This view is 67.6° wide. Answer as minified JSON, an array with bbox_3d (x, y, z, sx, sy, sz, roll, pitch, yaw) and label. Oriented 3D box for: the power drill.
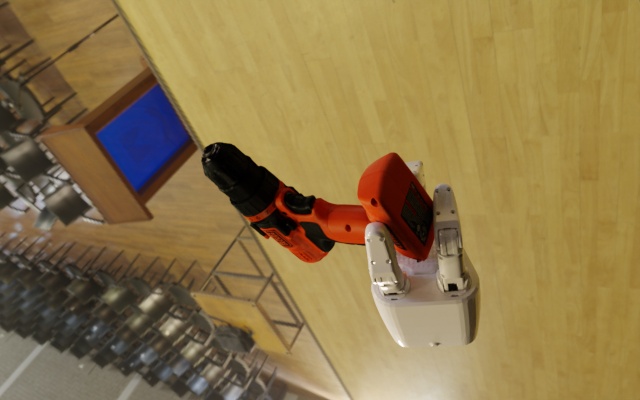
[{"bbox_3d":[0.001,0.002,0.448,0.187,0.057,0.184,-2,-34,41],"label":"power drill"}]
